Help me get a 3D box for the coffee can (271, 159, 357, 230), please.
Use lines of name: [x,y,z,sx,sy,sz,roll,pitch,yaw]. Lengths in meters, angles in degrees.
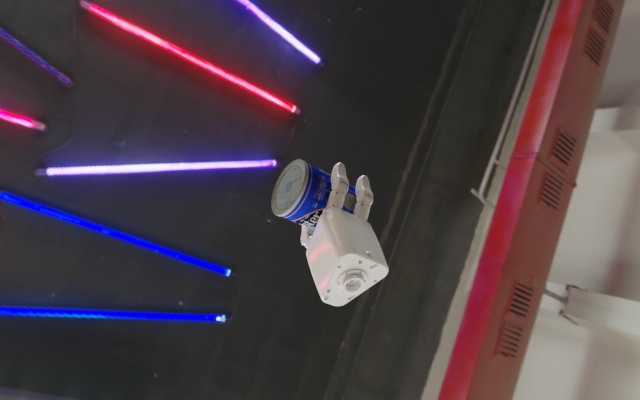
coffee can: [0.000,0.003,0.835,0.140,0.103,0.103,25,-13,-29]
